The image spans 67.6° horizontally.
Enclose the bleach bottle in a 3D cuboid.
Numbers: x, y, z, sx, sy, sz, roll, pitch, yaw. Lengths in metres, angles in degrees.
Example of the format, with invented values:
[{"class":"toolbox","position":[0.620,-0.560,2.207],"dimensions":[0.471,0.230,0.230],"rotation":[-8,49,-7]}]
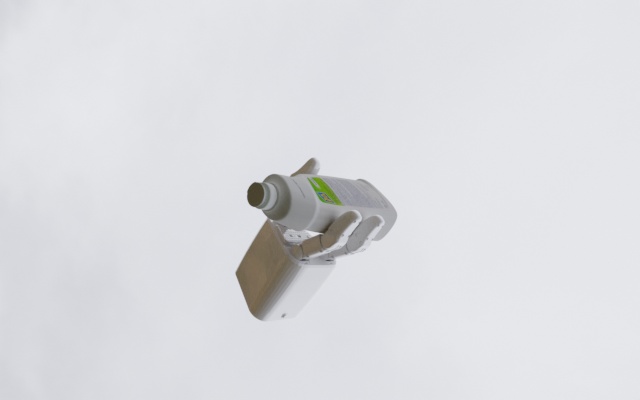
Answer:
[{"class":"bleach bottle","position":[0.000,0.002,0.629],"dimensions":[0.251,0.068,0.102],"rotation":[10,30,-51]}]
